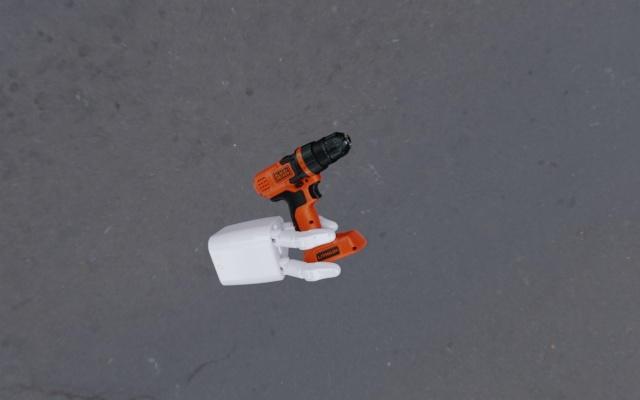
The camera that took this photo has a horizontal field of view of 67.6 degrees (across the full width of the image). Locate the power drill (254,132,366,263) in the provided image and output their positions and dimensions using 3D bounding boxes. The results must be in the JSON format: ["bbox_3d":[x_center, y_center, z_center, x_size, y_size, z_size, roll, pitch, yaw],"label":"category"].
[{"bbox_3d":[0.000,0.003,0.767,0.184,0.187,0.057,-26,0,29],"label":"power drill"}]
